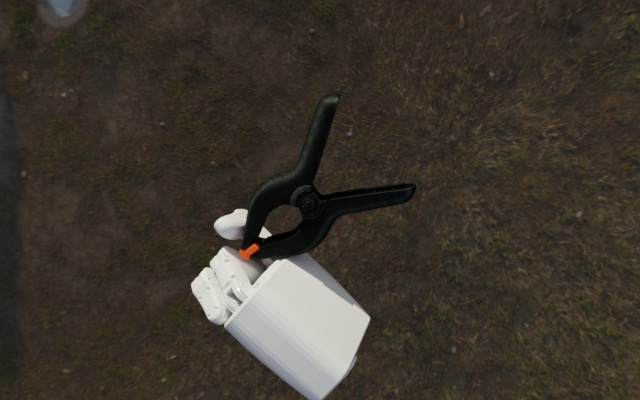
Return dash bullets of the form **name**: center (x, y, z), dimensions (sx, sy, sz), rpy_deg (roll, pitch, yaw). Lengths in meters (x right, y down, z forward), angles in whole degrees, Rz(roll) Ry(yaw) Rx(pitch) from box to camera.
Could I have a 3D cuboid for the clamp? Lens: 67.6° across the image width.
- **clamp**: center (0.000, 0.002, 0.442), dimensions (0.120, 0.171, 0.039), rpy_deg (41, 14, -2)
